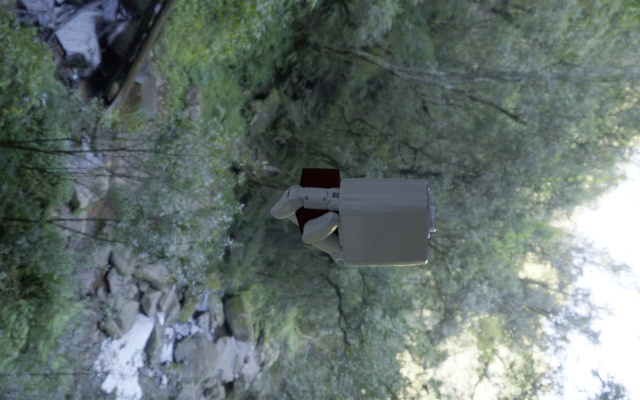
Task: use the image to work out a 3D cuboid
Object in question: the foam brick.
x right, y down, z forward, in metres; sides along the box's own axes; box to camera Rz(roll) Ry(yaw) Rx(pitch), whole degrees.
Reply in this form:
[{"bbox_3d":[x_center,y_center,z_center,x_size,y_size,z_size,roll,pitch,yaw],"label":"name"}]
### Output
[{"bbox_3d":[0.000,0.002,0.634,0.051,0.078,0.053,-1,-39,9],"label":"foam brick"}]
